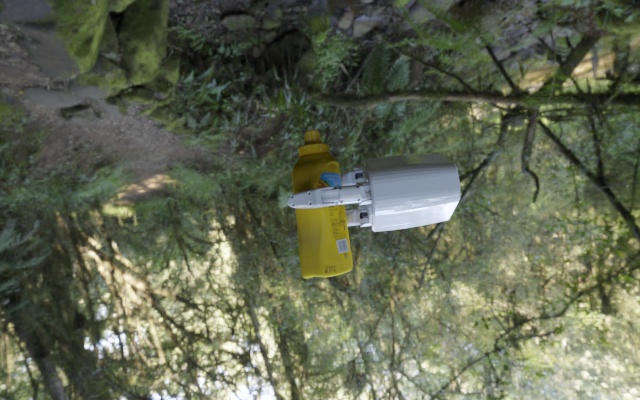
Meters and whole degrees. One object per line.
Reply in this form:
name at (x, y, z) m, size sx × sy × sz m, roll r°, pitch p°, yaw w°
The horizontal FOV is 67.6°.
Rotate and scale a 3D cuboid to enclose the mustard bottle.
mustard bottle at (0.000, 0.002, 0.632) m, size 0.058 × 0.191 × 0.096 m, roll -8°, pitch -3°, yaw 27°
